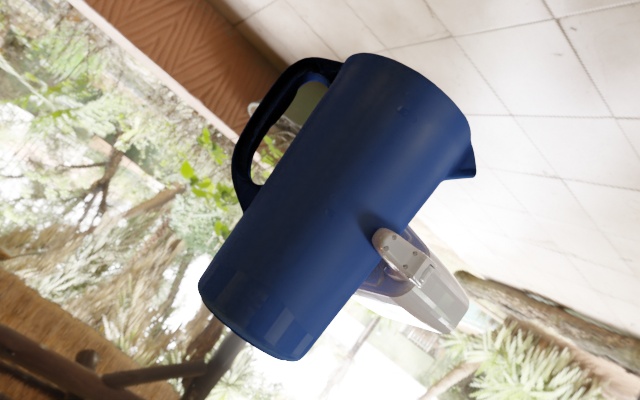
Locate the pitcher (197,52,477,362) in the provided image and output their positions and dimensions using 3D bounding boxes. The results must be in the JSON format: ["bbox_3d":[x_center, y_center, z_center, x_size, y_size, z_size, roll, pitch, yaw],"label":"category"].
[{"bbox_3d":[0.000,0.001,0.409,0.145,0.243,0.149,42,-9,-38],"label":"pitcher"}]
